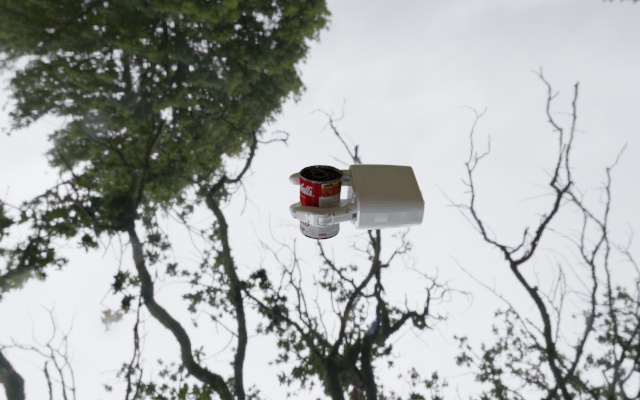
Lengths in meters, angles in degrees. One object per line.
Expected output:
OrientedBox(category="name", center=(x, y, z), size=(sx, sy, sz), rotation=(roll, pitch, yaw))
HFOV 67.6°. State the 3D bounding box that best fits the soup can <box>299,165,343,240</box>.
OrientedBox(category="soup can", center=(0.000, 0.003, 0.758), size=(0.068, 0.102, 0.068), rotation=(1, 27, -1))
